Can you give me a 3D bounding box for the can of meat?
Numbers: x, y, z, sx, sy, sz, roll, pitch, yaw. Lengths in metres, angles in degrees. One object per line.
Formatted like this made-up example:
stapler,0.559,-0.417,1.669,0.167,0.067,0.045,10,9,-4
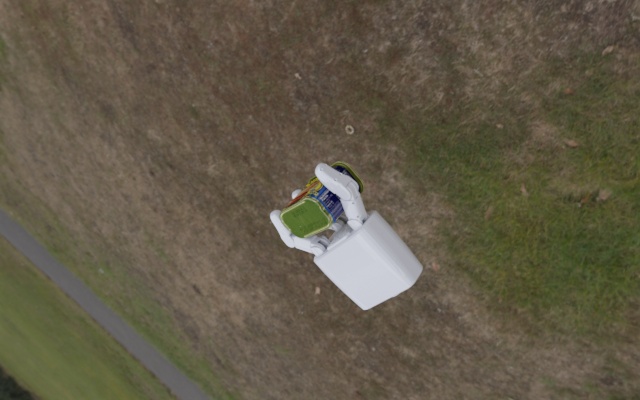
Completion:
can of meat,0.000,0.002,0.665,0.084,0.057,0.102,-48,12,-36
